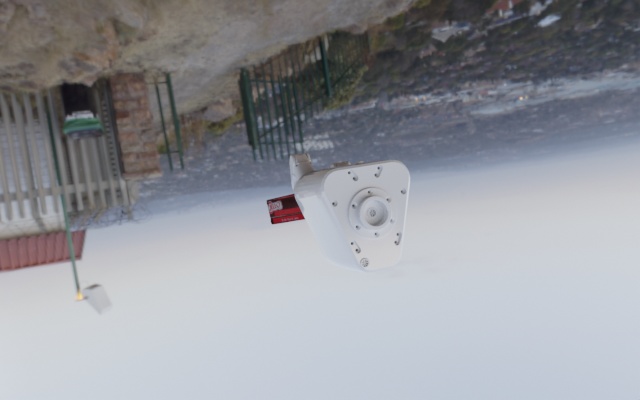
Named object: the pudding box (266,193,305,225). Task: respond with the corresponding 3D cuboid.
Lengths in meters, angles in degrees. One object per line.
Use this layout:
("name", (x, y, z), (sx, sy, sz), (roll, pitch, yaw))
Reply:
("pudding box", (0.000, 0.002, 0.630), (0.113, 0.039, 0.090), (-9, 0, -43))
